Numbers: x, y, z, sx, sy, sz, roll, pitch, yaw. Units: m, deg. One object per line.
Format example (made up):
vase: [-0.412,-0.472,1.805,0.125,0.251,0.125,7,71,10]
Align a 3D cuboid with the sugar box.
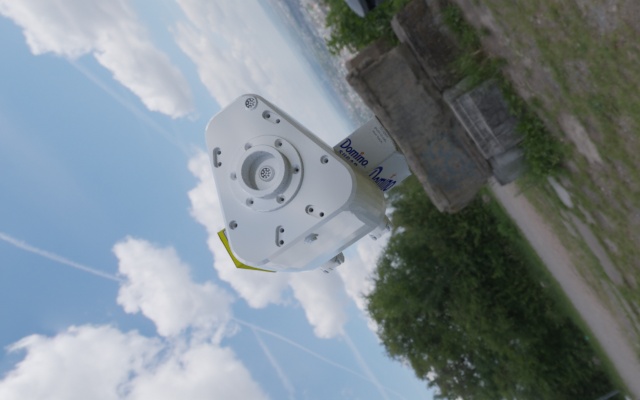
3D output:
sugar box: [0.000,0.002,0.451,0.176,0.048,0.093,-34,-18,9]
